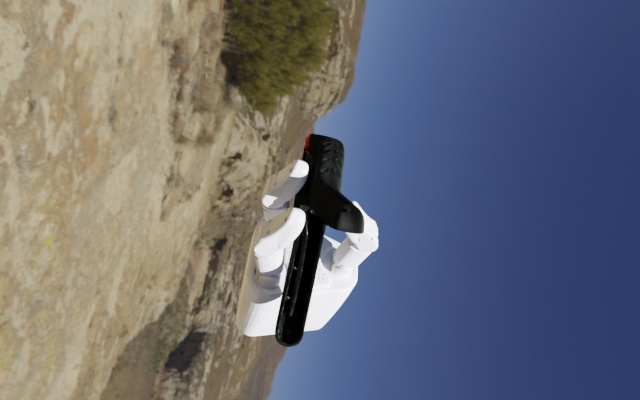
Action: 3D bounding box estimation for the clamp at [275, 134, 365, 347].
[{"bbox_3d":[0.001,0.001,0.425,0.036,0.209,0.165,15,-42,-12],"label":"clamp"}]
